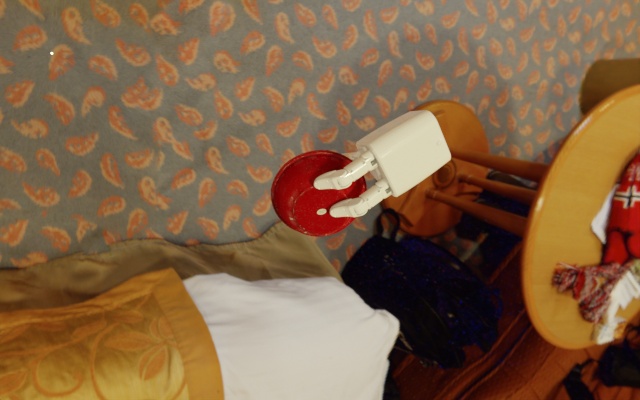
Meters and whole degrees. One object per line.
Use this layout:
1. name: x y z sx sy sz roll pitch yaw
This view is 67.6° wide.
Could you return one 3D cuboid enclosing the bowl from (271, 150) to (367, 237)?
1. bowl: -0.001 0.004 0.774 0.162 0.162 0.055 0 30 -6
